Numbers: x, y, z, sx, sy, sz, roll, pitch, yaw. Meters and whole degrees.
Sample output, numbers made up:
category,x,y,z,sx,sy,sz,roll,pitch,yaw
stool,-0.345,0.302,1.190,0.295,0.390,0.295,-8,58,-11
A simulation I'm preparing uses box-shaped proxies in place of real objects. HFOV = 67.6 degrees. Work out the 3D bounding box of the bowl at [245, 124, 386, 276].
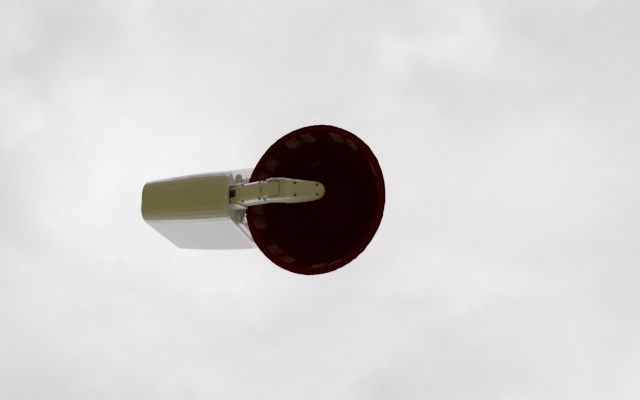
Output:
category,x,y,z,sx,sy,sz,roll,pitch,yaw
bowl,0.001,0.002,0.525,0.162,0.162,0.055,0,-10,24
